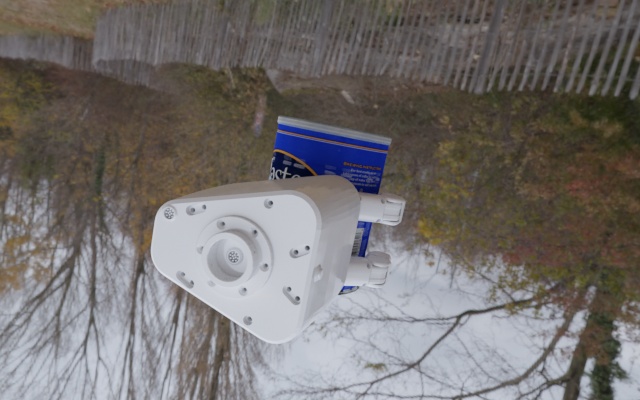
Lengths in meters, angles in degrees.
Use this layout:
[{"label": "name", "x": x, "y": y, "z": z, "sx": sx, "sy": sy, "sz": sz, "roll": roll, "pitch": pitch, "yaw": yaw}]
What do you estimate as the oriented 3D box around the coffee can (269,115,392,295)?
[{"label": "coffee can", "x": 0.000, "y": 0.001, "z": 0.437, "sx": 0.103, "sy": 0.140, "sz": 0.103, "roll": 11, "pitch": 8, "yaw": -2}]
